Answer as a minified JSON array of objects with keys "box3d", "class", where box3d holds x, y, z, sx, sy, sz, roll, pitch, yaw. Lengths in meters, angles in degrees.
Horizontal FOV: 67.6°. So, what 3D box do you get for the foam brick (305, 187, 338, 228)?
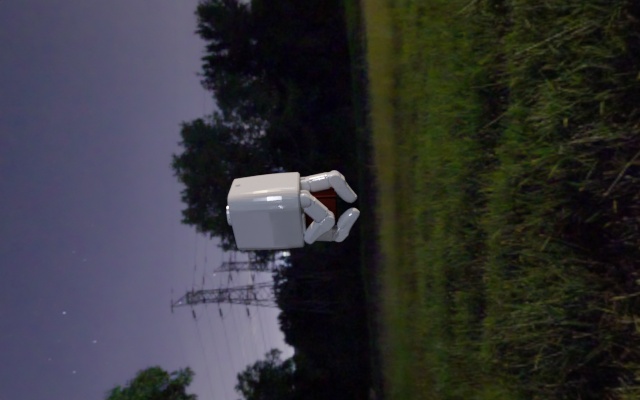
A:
[{"box3d":[0.000,0.003,0.776,0.051,0.053,0.078,-4,24,0],"class":"foam brick"}]
